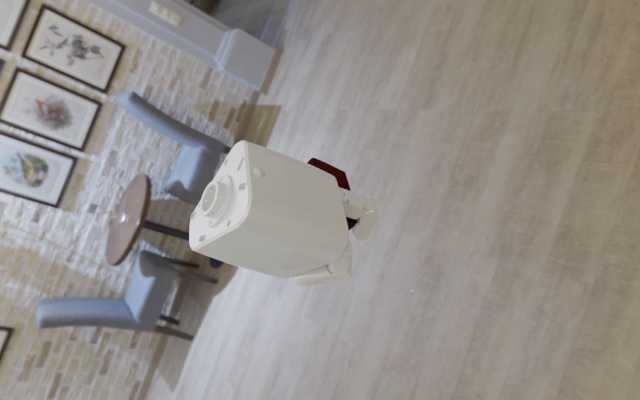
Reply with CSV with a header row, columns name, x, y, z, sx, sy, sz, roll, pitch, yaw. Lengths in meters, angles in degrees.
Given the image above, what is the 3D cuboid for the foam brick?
name,x,y,z,sx,sy,sz,roll,pitch,yaw
foam brick,0.000,0.002,0.532,0.051,0.078,0.053,22,-50,-34
